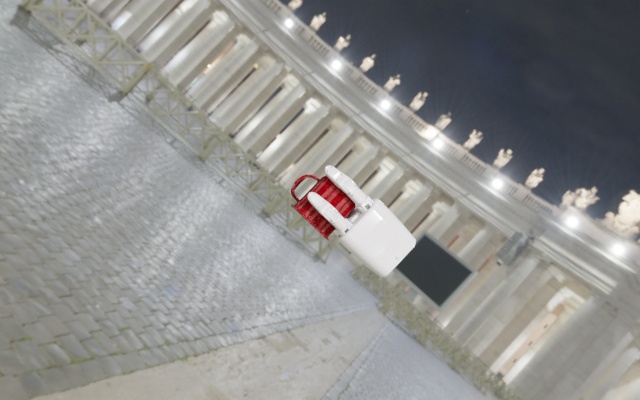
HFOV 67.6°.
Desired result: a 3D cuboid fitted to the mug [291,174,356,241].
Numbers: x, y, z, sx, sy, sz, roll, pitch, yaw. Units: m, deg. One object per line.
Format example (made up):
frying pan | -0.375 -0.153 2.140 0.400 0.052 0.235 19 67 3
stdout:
mug | -0.001 0.002 0.850 0.117 0.081 0.093 44 -3 -10
